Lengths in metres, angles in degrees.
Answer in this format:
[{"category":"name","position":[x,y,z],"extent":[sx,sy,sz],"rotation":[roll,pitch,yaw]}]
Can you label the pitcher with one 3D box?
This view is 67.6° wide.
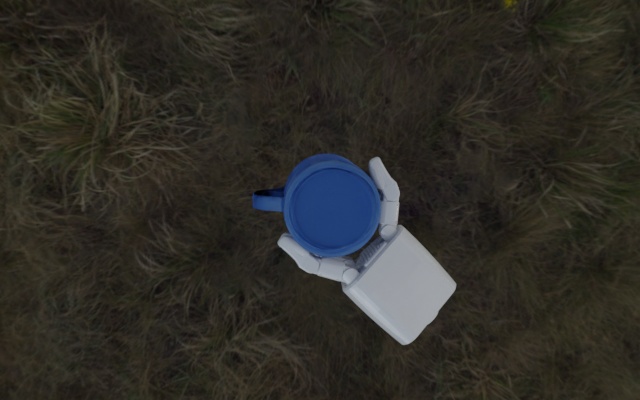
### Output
[{"category":"pitcher","position":[0.000,0.002,0.633],"extent":[0.149,0.145,0.243],"rotation":[-43,3,2]}]
